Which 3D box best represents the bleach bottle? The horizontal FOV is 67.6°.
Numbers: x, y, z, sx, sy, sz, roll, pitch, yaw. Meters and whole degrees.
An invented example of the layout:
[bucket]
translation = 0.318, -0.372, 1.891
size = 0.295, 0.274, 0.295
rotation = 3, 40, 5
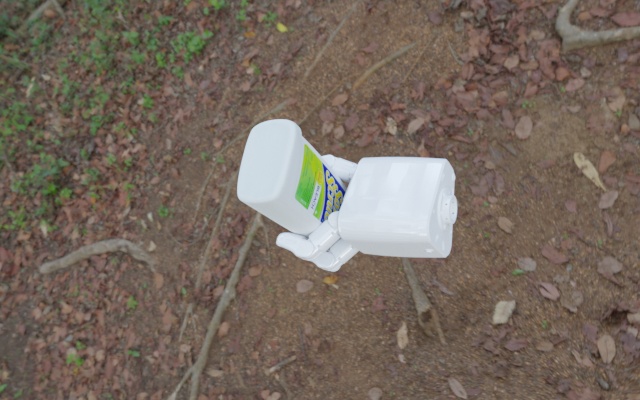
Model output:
[bleach bottle]
translation = 0.000, 0.002, 0.605
size = 0.068, 0.102, 0.251
rotation = 0, -21, 31
